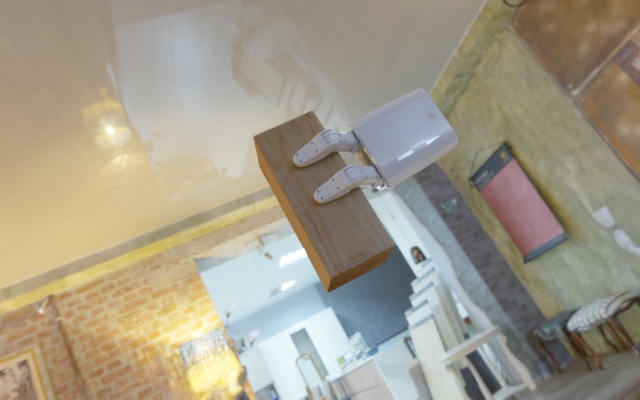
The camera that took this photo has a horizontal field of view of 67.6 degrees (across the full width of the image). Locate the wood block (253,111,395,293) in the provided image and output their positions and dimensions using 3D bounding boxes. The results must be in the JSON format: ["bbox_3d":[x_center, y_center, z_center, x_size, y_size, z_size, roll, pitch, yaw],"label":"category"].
[{"bbox_3d":[0.000,0.002,0.620,0.090,0.206,0.091,-26,-19,-10],"label":"wood block"}]
